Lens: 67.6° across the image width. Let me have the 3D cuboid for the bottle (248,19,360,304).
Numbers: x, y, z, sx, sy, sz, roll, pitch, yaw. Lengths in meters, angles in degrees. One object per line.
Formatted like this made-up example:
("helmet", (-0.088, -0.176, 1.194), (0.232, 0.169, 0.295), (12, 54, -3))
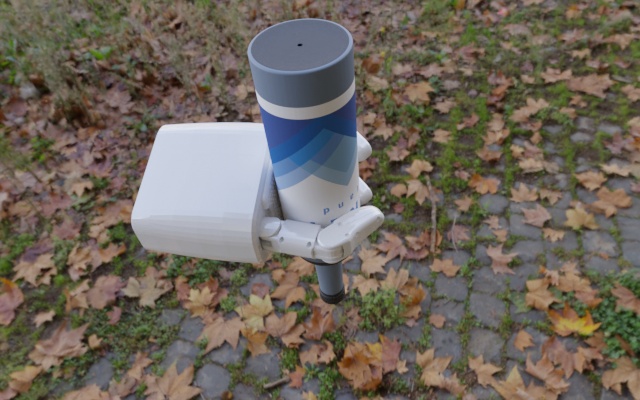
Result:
("bottle", (0.000, 0.001, 0.406), (0.069, 0.069, 0.296), (0, -42, 7))
